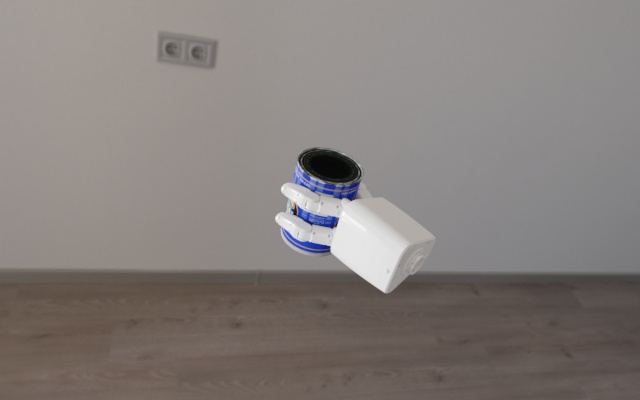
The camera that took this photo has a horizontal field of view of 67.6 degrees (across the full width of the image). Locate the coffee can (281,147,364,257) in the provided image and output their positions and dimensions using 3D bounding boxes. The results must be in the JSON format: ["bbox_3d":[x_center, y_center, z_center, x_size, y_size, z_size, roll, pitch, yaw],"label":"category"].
[{"bbox_3d":[0.000,0.002,0.750,0.103,0.140,0.102,10,35,-7],"label":"coffee can"}]
